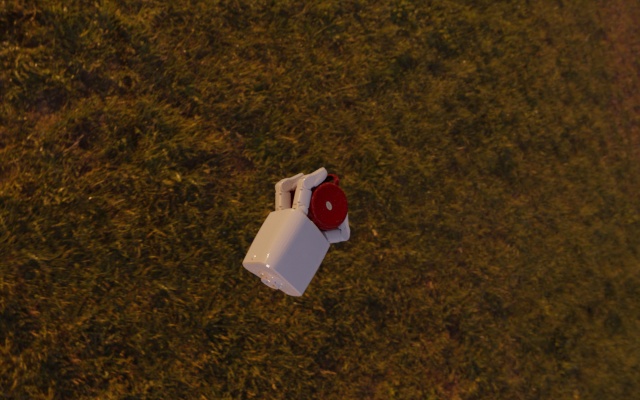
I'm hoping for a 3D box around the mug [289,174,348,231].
[{"bbox_3d":[0.001,0.002,0.852,0.093,0.117,0.081,40,-26,-24],"label":"mug"}]
